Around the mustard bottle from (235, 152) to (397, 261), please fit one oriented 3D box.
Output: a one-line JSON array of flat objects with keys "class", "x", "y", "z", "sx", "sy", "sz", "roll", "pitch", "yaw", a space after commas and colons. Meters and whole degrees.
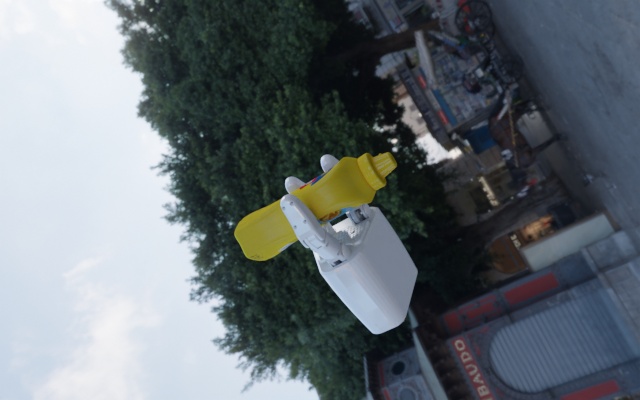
[{"class": "mustard bottle", "x": 0.000, "y": 0.002, "z": 0.542, "sx": 0.192, "sy": 0.058, "sz": 0.096, "roll": -30, "pitch": -5, "yaw": 19}]
